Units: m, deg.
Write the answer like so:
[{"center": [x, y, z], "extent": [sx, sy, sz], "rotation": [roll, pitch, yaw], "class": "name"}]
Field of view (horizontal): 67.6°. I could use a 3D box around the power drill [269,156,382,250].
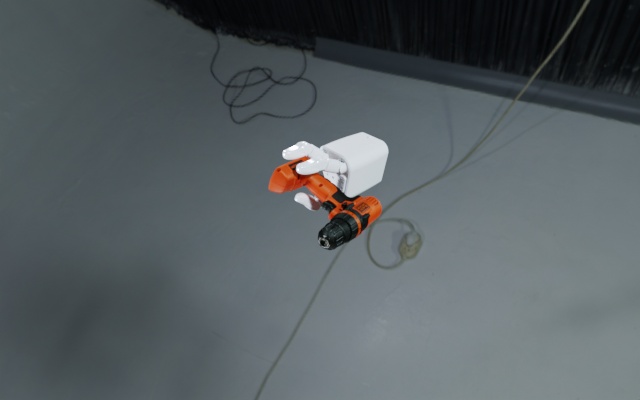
[{"center": [0.000, 0.002, 0.859], "extent": [0.187, 0.057, 0.184], "rotation": [37, 33, 17], "class": "power drill"}]
